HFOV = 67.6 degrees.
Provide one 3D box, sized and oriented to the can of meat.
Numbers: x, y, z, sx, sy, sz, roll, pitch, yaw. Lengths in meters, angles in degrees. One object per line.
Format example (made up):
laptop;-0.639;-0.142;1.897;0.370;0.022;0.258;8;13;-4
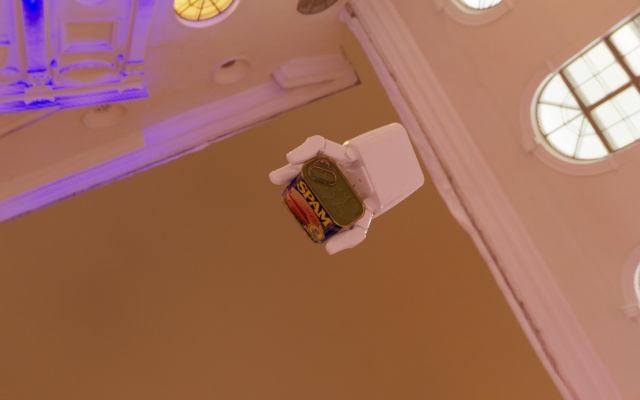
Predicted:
can of meat;0.000;0.002;0.656;0.057;0.102;0.084;-32;-6;-35
